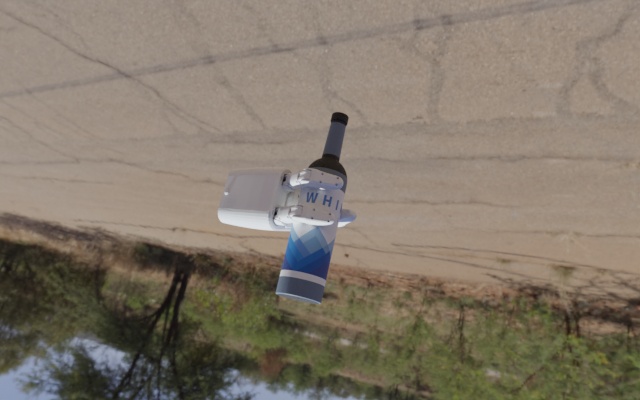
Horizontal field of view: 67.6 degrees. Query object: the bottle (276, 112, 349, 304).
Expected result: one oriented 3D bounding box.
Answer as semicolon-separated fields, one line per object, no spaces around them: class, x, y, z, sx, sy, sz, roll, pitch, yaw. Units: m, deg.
bottle;0.000;0.003;0.720;0.069;0.295;0.069;12;-17;4
